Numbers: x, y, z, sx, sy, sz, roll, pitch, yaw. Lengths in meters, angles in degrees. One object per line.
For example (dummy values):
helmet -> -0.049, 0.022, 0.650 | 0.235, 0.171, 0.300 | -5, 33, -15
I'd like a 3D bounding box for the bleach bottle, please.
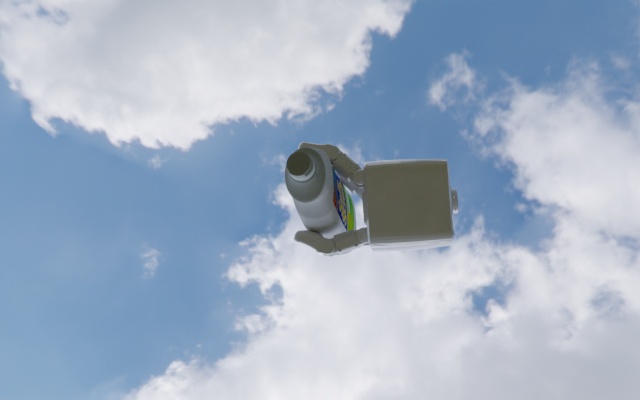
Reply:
bleach bottle -> 0.000, 0.002, 0.640 | 0.068, 0.102, 0.251 | -4, -17, 11
